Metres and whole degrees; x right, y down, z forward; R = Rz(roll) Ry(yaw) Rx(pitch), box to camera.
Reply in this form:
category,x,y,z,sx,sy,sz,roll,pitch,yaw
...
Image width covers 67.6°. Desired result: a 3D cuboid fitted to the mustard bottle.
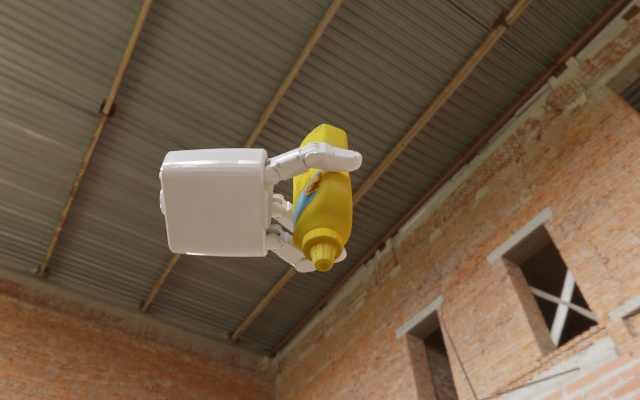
category,x,y,z,sx,sy,sz,roll,pitch,yaw
mustard bottle,0.000,0.002,0.533,0.058,0.096,0.191,20,36,-17
